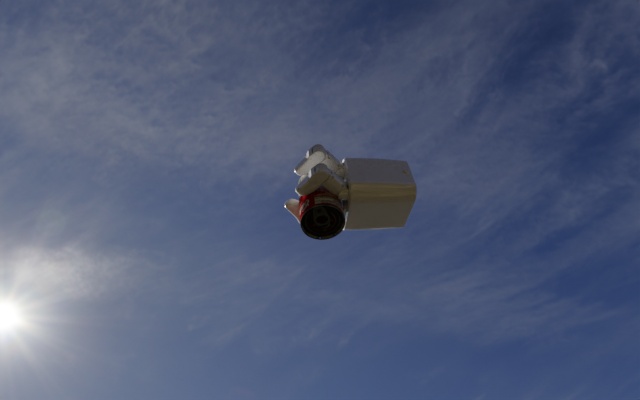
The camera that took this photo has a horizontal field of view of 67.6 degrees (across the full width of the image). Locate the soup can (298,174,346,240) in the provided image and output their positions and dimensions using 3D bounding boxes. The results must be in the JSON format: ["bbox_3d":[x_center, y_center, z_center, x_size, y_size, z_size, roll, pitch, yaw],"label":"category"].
[{"bbox_3d":[0.000,0.002,0.749,0.068,0.069,0.102,0,38,-5],"label":"soup can"}]
